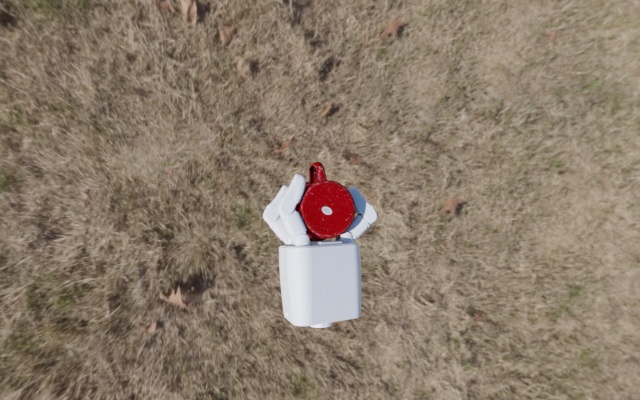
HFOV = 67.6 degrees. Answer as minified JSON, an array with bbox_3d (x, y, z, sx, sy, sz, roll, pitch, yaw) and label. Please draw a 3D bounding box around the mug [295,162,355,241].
[{"bbox_3d":[0.000,0.001,0.692,0.093,0.117,0.081,-2,-3,-15],"label":"mug"}]
